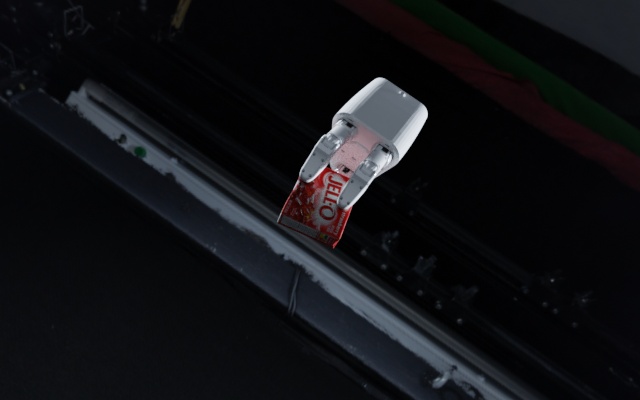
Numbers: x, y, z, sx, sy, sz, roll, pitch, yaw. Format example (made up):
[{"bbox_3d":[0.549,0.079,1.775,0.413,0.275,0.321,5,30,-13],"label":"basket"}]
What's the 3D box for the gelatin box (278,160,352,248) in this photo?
[{"bbox_3d":[0.000,0.002,0.568,0.073,0.089,0.030,25,-34,-1],"label":"gelatin box"}]
